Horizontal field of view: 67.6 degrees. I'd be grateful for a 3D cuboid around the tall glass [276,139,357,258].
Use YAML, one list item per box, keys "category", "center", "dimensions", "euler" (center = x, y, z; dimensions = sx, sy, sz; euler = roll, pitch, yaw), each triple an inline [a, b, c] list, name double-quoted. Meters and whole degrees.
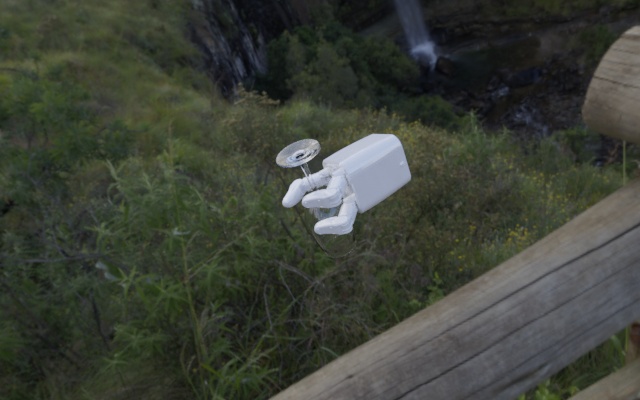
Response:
- category: "tall glass"
  center: [0.000, 0.002, 0.785]
  dimensions: [0.079, 0.201, 0.079]
  euler: [-16, 33, 11]
